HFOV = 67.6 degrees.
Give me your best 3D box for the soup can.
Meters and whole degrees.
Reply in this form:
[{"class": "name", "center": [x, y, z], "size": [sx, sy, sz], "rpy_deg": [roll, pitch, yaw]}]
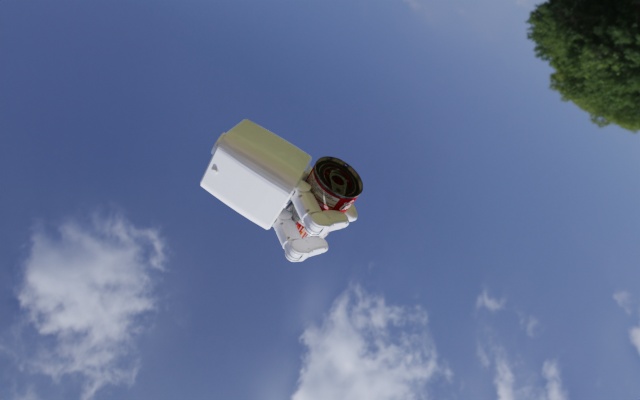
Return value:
[{"class": "soup can", "center": [0.000, 0.002, 0.620], "size": [0.068, 0.068, 0.102], "rpy_deg": [0, -39, -37]}]
